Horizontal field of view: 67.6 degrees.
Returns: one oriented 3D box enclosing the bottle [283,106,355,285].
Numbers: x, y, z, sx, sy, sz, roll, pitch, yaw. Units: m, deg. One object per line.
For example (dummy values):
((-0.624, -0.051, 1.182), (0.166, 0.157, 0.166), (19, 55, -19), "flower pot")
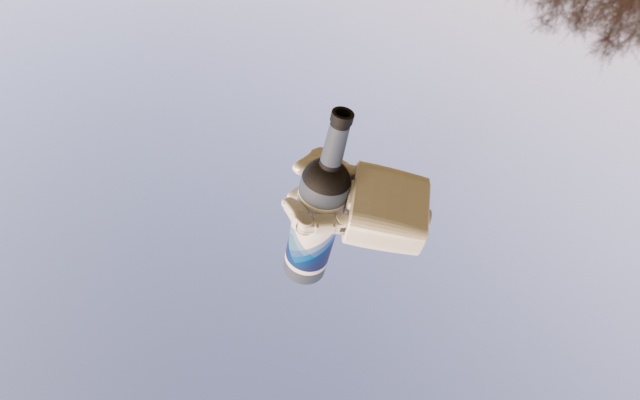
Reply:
((0.000, 0.002, 0.653), (0.069, 0.296, 0.069), (7, 44, -7), "bottle")
